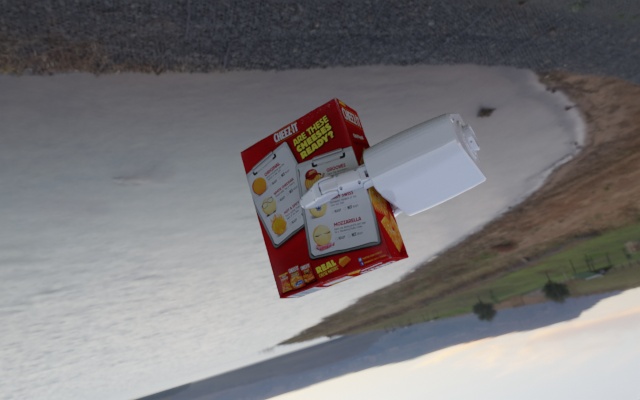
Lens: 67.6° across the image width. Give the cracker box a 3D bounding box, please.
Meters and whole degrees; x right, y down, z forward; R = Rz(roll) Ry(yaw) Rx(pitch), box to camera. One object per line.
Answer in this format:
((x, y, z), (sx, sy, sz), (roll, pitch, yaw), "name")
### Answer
((0.000, 0.002, 0.629), (0.164, 0.213, 0.072), (-25, -18, 25), "cracker box")
